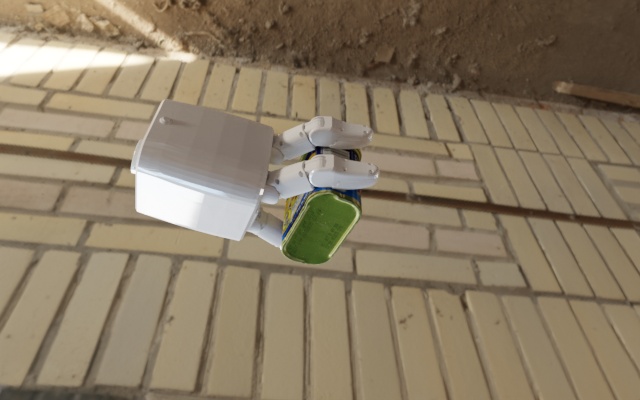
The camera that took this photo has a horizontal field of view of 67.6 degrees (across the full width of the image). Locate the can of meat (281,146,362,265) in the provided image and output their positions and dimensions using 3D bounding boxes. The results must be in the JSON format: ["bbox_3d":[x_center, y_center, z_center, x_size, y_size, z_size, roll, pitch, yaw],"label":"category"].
[{"bbox_3d":[0.000,0.002,0.466,0.057,0.083,0.102,18,-49,-15],"label":"can of meat"}]
